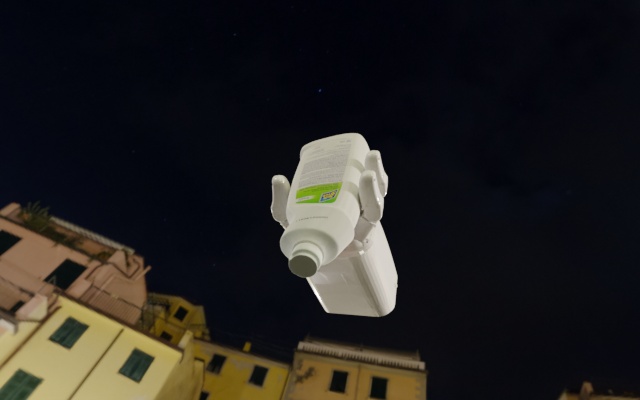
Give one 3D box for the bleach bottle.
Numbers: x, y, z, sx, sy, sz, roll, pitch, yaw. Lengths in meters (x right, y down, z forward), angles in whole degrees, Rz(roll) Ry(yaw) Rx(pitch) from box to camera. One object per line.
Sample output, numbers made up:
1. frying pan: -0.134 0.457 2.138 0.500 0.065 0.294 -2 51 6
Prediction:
1. bleach bottle: 0.000 0.002 0.568 0.102 0.068 0.250 -13 27 20
